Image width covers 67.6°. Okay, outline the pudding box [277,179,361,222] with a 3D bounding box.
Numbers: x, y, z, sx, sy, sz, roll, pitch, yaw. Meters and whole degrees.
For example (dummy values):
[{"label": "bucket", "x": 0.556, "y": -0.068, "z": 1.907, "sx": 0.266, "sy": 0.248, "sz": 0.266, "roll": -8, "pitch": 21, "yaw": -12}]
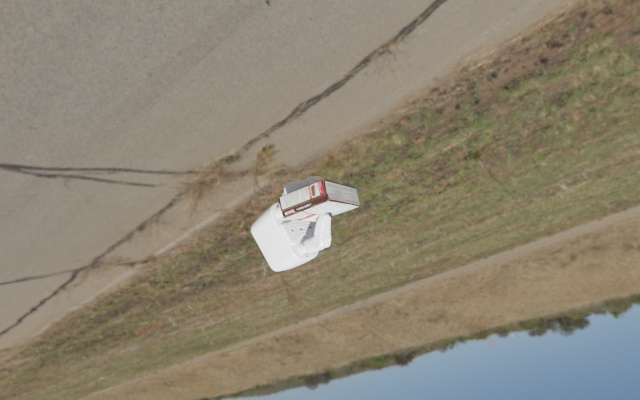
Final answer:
[{"label": "pudding box", "x": 0.000, "y": 0.003, "z": 0.775, "sx": 0.090, "sy": 0.039, "sz": 0.113, "roll": -22, "pitch": -15, "yaw": 27}]
